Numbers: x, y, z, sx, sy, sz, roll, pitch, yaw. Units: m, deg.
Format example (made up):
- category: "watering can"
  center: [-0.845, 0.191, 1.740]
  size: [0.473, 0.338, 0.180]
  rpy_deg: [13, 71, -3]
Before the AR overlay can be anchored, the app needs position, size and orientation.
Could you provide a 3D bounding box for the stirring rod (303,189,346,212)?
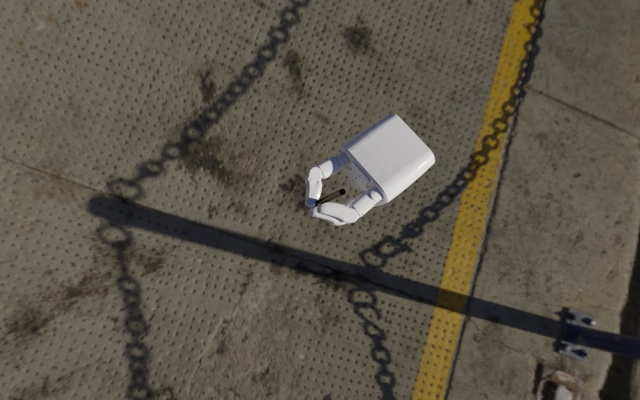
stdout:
- category: "stirring rod"
  center: [0.000, 0.002, 0.697]
  size: [0.011, 0.011, 0.239]
  rpy_deg: [0, -6, -13]
